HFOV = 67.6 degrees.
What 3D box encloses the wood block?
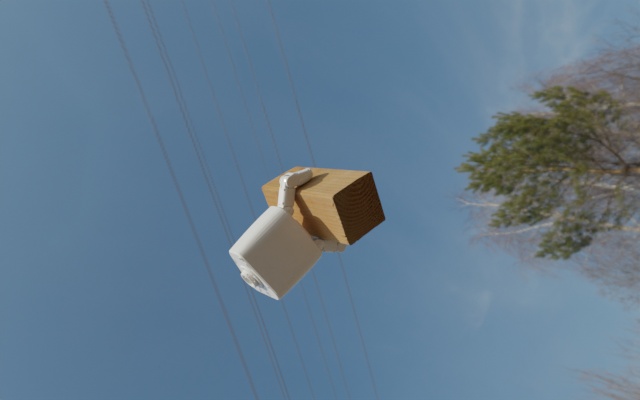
[{"bbox_3d":[0.000,0.003,0.824,0.090,0.091,0.206,-33,25,-31],"label":"wood block"}]
